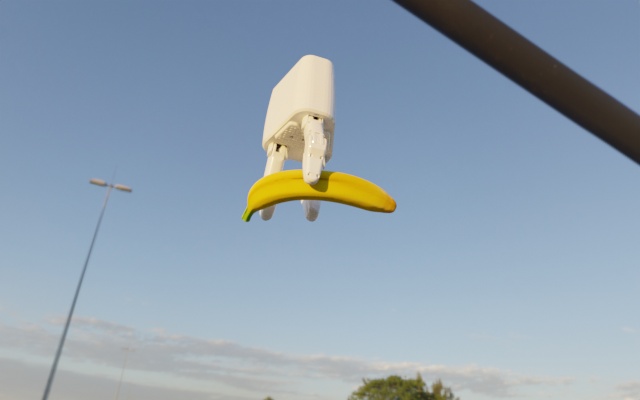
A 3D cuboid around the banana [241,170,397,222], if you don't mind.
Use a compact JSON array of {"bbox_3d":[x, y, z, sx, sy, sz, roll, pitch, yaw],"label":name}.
[{"bbox_3d":[-0.005,-0.009,0.588,0.198,0.037,0.070,-2,-37,6],"label":"banana"}]
